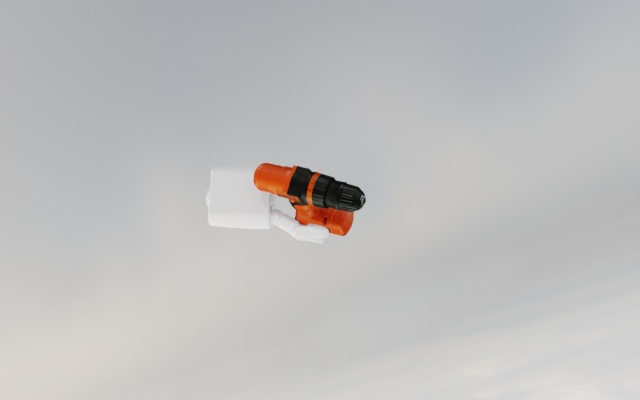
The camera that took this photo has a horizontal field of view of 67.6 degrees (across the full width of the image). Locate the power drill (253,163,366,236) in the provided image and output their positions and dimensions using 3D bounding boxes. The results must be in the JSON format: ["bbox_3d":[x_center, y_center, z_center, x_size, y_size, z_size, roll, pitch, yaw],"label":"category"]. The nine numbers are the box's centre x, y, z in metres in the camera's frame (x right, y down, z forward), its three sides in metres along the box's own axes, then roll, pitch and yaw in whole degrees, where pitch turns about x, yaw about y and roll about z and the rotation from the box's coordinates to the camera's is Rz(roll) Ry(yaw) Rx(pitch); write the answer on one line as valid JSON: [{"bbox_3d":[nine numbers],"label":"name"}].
[{"bbox_3d":[0.000,0.003,0.791,0.184,0.057,0.188,16,-16,21],"label":"power drill"}]
